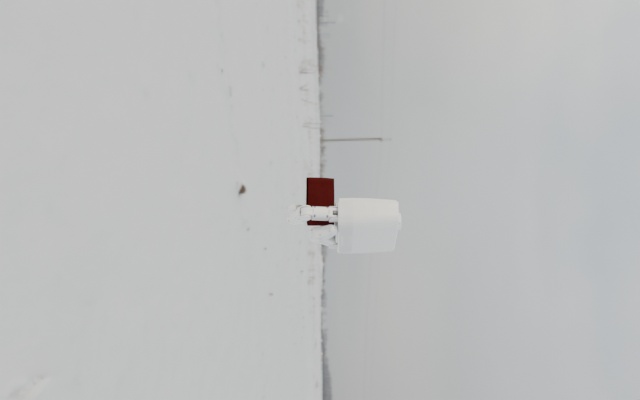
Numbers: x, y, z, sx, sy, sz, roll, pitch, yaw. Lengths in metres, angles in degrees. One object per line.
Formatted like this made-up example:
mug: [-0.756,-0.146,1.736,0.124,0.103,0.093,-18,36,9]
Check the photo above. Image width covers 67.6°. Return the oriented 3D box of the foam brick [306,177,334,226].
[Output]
foam brick: [0.000,0.003,0.878,0.051,0.078,0.053,-1,-22,2]
